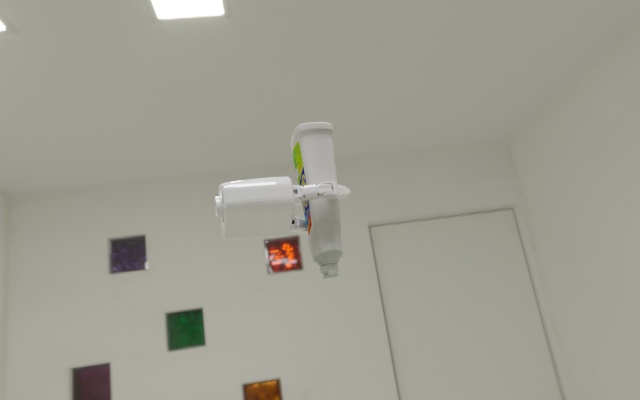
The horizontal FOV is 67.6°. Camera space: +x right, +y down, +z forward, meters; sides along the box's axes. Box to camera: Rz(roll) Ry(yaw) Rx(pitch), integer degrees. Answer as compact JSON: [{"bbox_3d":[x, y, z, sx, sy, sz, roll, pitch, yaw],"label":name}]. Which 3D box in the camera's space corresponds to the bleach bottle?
[{"bbox_3d":[0.000,0.003,0.804,0.068,0.250,0.102,-5,-16,-14],"label":"bleach bottle"}]
